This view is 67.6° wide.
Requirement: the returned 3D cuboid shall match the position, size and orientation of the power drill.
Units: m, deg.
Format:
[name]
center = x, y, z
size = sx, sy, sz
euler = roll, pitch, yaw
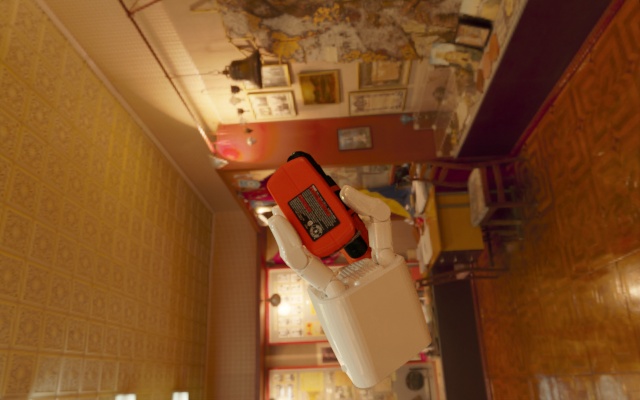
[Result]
[power drill]
center = 0.000, 0.002, 0.578
size = 0.057, 0.184, 0.187
euler = -39, -12, 8
